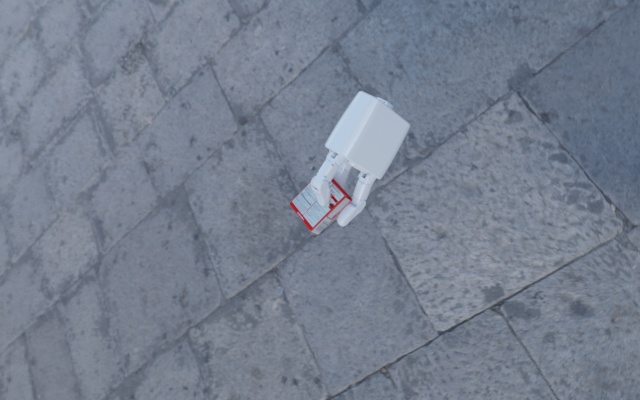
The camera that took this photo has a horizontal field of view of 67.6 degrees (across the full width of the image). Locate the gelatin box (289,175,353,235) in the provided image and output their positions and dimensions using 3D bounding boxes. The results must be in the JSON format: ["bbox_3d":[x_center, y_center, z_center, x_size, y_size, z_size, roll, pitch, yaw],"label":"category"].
[{"bbox_3d":[0.000,0.003,0.826,0.073,0.089,0.030,49,9,31],"label":"gelatin box"}]
